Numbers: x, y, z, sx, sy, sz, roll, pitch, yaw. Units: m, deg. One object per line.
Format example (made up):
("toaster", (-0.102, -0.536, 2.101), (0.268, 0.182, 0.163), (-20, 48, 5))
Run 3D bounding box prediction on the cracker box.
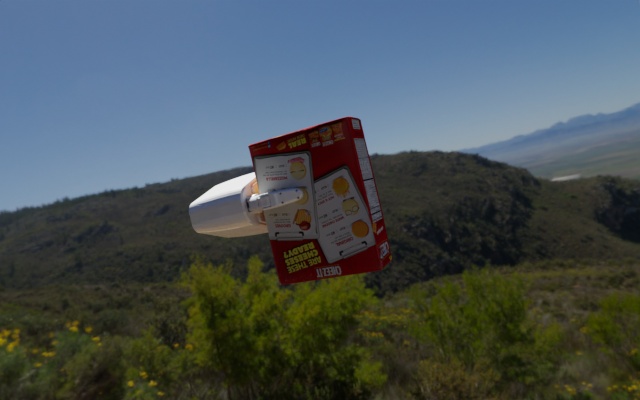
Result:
("cracker box", (0.000, 0.002, 0.697), (0.164, 0.213, 0.072), (-13, 2, 25))
